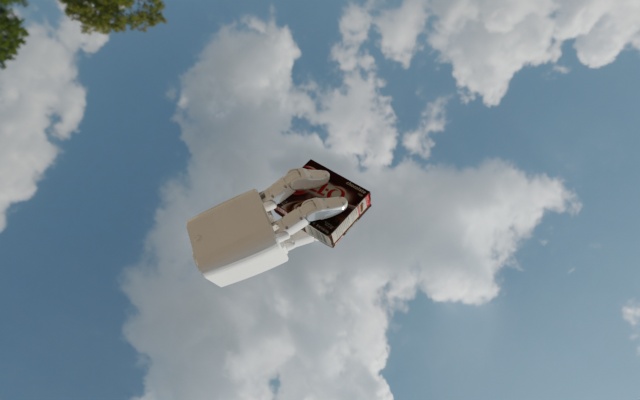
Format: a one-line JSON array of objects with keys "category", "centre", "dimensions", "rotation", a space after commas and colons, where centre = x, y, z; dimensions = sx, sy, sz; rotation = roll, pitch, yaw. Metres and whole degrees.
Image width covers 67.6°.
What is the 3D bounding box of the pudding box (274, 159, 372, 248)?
[{"category": "pudding box", "centre": [0.000, 0.002, 0.663], "dimensions": [0.113, 0.090, 0.039], "rotation": [32, -25, 27]}]
